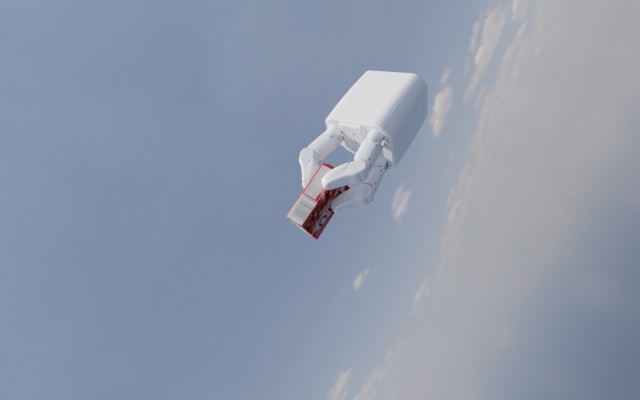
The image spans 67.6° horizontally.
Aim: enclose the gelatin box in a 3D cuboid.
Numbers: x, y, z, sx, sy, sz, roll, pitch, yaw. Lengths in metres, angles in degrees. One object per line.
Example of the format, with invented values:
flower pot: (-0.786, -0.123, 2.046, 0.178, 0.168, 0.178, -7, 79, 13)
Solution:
gelatin box: (0.000, 0.002, 0.645, 0.030, 0.089, 0.073, 31, -7, 22)
